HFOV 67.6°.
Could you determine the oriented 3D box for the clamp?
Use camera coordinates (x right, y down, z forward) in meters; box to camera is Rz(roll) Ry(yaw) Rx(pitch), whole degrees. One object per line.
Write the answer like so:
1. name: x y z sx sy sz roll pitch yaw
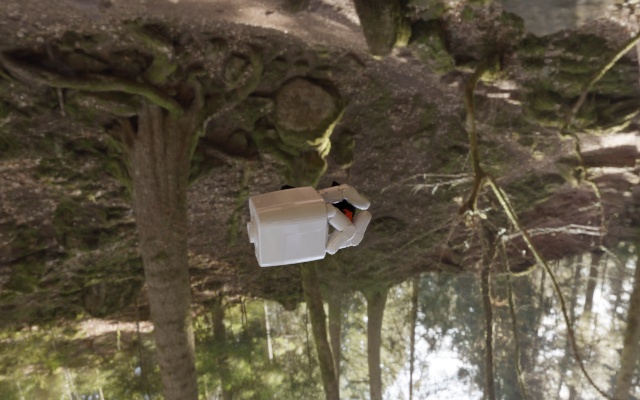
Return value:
1. clamp: 0.000 0.003 0.843 0.120 0.039 0.171 -8 21 -15
